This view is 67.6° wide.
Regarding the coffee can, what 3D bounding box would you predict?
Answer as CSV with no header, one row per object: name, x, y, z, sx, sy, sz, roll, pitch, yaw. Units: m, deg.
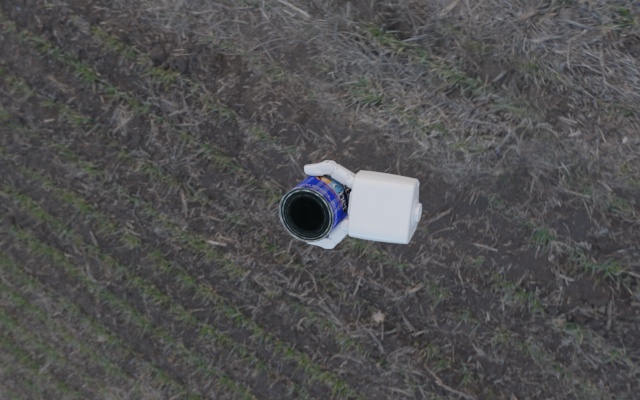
coffee can,0.000,0.003,0.878,0.103,0.103,0.140,0,19,23
